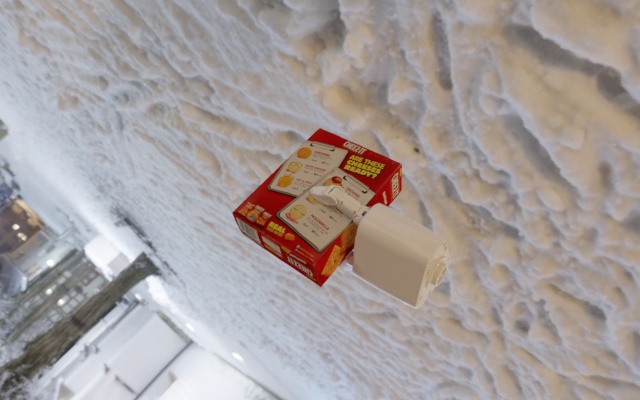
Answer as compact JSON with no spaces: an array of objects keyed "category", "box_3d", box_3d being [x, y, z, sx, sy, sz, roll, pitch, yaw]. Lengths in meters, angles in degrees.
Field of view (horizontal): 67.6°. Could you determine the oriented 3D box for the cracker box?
[{"category":"cracker box","box_3d":[0.000,0.002,0.733,0.164,0.213,0.072,28,-29,29]}]
